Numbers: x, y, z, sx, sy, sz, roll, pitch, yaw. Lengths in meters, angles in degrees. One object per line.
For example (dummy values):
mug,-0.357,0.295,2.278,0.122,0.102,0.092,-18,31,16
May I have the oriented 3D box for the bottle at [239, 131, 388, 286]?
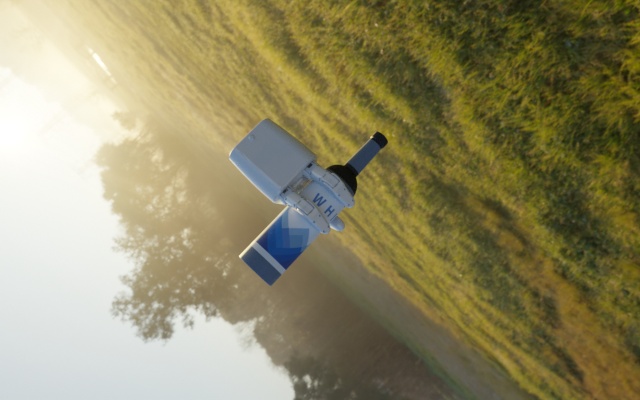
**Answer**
bottle,0.000,0.003,0.749,0.069,0.295,0.069,42,-10,9
